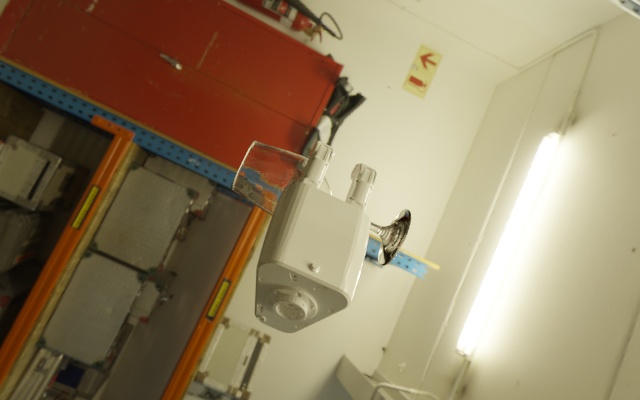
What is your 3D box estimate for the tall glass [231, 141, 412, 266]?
[{"bbox_3d":[0.001,0.002,0.556,0.201,0.079,0.079,26,-4,-8],"label":"tall glass"}]
